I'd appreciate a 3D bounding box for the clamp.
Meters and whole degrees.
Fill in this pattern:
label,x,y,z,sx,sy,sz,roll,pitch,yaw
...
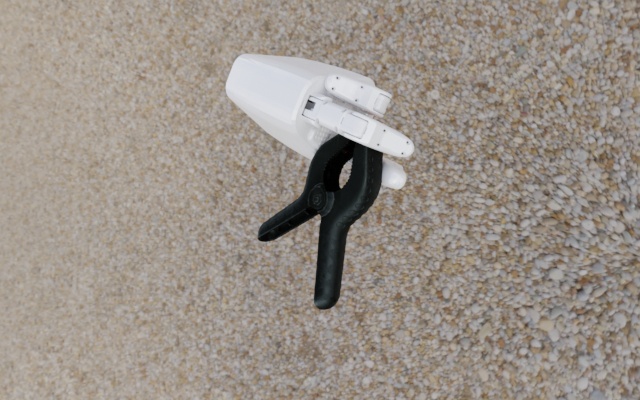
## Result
label,x,y,z,sx,sy,sz,roll,pitch,yaw
clamp,0.000,0.001,0.451,0.120,0.171,0.039,30,11,35
